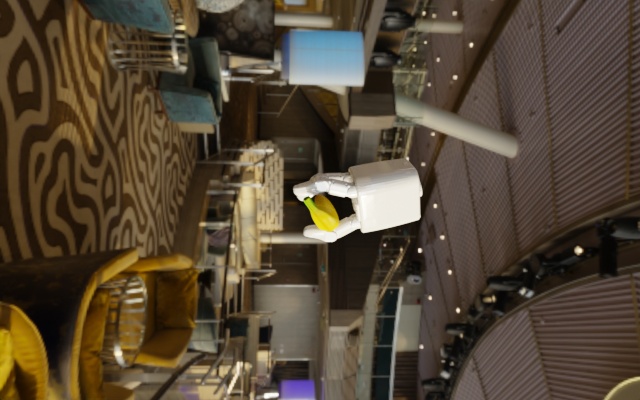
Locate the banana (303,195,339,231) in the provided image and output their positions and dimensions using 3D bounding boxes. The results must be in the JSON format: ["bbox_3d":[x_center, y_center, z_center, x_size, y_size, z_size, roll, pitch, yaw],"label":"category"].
[{"bbox_3d":[0.007,0.020,0.831,0.037,0.069,0.198,-24,-1,3],"label":"banana"}]
